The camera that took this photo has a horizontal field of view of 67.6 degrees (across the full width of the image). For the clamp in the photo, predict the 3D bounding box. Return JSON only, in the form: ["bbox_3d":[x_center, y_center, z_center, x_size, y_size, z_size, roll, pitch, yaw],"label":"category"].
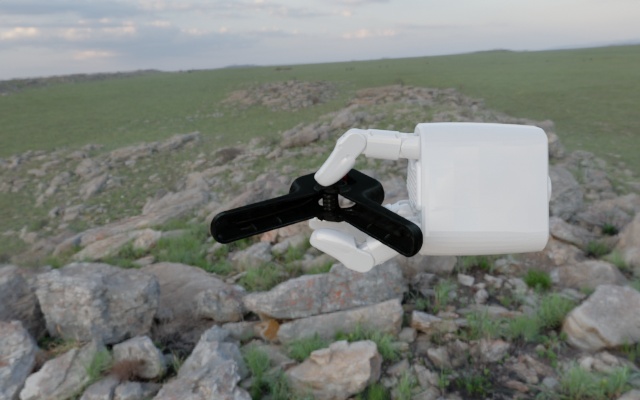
[{"bbox_3d":[0.000,0.001,0.447,0.164,0.036,0.210,2,17,3],"label":"clamp"}]
